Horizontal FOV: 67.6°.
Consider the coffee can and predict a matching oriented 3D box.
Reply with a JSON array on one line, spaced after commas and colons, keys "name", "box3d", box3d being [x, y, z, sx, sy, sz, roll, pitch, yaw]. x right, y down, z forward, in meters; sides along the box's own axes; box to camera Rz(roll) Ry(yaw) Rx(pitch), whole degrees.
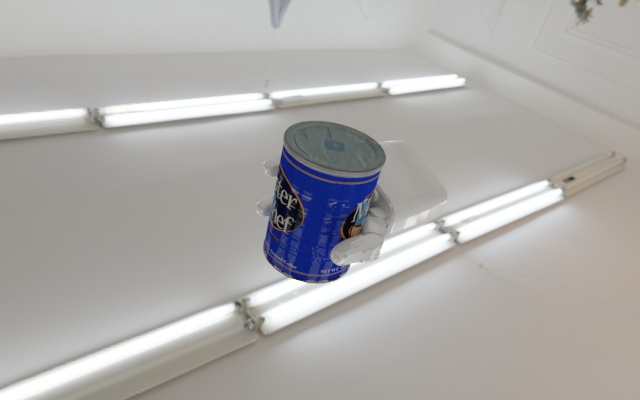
[{"name": "coffee can", "box3d": [0.000, 0.002, 0.504, 0.103, 0.140, 0.102, 10, 33, -7]}]
